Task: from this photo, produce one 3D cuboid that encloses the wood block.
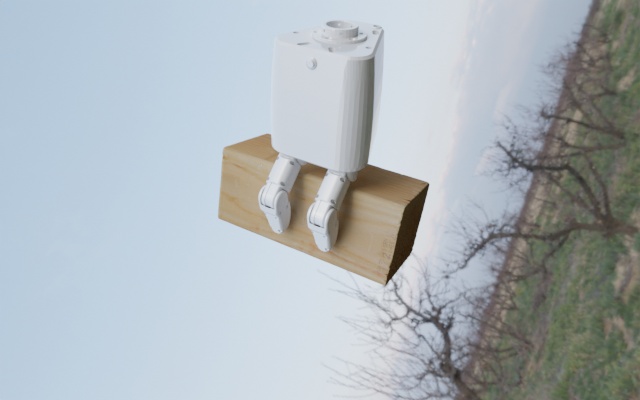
[{"bbox_3d":[0.000,0.001,0.524,0.206,0.090,0.090,20,26,22],"label":"wood block"}]
